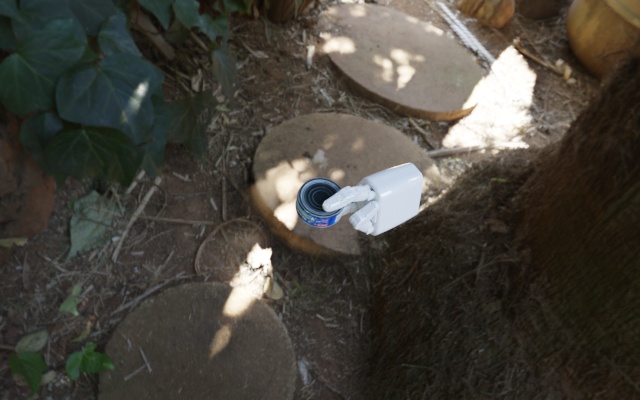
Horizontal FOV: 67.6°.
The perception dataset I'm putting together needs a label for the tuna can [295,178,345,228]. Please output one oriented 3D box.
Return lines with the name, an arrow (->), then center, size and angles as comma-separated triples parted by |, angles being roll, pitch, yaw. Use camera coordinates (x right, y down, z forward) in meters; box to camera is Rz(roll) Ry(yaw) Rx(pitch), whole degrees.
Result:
tuna can -> 0.000, 0.002, 0.832 | 0.086, 0.086, 0.034 | 0, -33, -10
